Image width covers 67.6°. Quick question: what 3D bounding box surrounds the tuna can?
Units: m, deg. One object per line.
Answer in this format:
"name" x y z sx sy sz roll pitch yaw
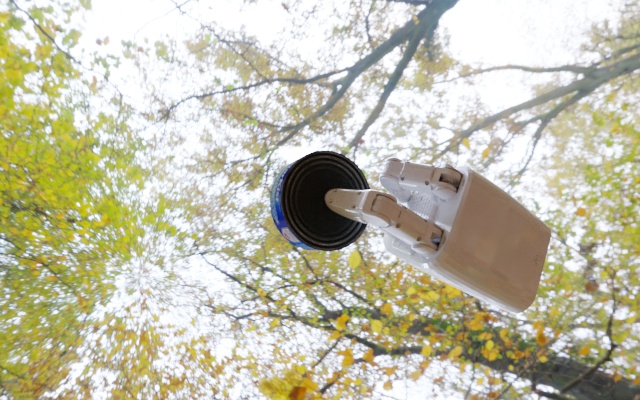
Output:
"tuna can" 0.000 0.001 0.417 0.086 0.086 0.034 0 -6 -25
